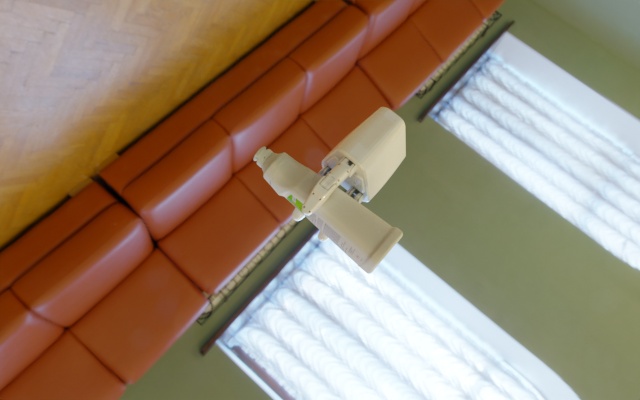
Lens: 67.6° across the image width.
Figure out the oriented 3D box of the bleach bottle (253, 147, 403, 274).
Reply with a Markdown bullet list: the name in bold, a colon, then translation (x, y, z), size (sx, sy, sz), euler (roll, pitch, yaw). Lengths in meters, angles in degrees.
- **bleach bottle**: translation (0.000, 0.002, 0.716), size (0.251, 0.068, 0.103), euler (40, -18, 10)
